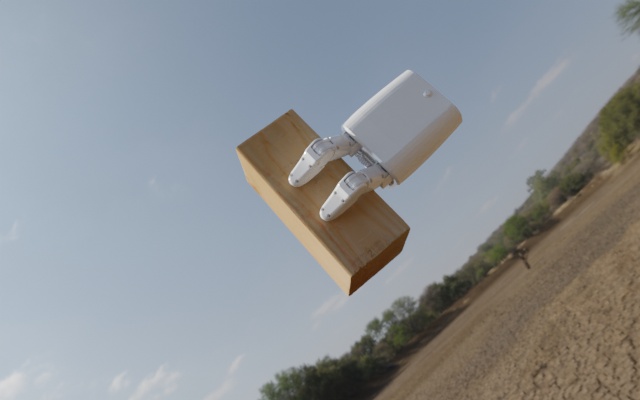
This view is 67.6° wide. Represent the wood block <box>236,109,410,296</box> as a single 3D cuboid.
[{"bbox_3d":[0.000,0.002,0.577,0.090,0.206,0.091,-38,-21,-14],"label":"wood block"}]
